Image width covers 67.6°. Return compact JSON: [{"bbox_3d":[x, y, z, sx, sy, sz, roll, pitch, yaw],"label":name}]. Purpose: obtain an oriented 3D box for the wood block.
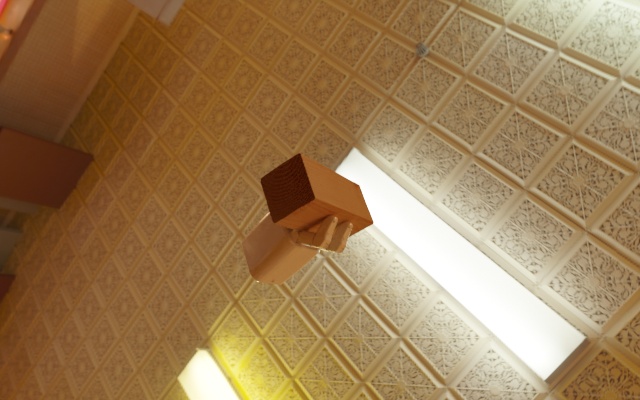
[{"bbox_3d":[0.000,0.003,0.851,0.090,0.090,0.206,-31,-27,23],"label":"wood block"}]
